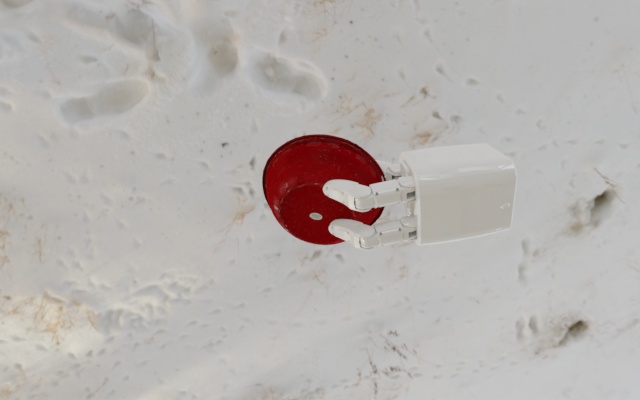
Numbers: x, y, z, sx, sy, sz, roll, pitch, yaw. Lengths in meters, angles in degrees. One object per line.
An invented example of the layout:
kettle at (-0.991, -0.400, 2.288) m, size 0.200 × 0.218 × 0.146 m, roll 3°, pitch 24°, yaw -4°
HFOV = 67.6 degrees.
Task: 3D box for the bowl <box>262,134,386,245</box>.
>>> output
bowl at (-0.001, 0.002, 0.587) m, size 0.162 × 0.162 × 0.055 m, roll 0°, pitch 36°, yaw 12°
